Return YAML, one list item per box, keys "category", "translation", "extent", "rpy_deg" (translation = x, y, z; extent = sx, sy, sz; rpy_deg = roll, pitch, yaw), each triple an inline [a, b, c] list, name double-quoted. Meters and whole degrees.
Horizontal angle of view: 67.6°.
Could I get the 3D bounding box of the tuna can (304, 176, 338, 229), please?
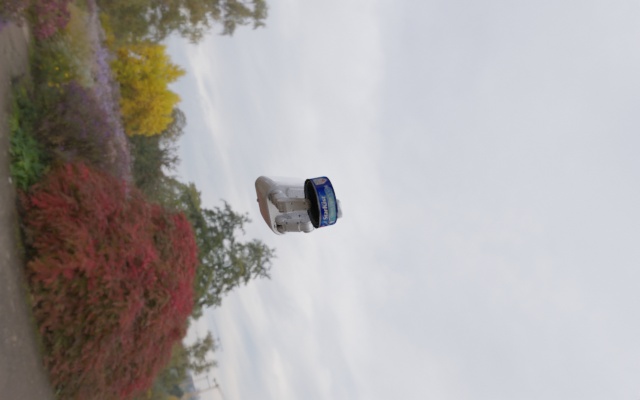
- category: "tuna can"
  translation: [0.001, 0.003, 0.799]
  extent: [0.034, 0.086, 0.086]
  rpy_deg: [-11, 3, -15]
